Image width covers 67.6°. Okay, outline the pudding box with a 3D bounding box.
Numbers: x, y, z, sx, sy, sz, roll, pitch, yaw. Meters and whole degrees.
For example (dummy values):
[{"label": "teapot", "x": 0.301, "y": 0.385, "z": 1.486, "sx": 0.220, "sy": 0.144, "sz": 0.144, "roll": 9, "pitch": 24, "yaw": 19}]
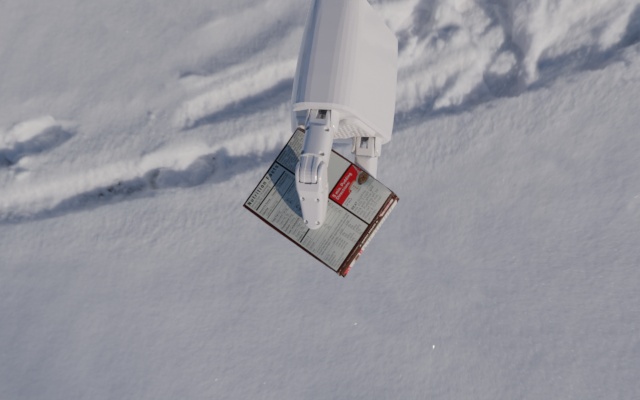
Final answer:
[{"label": "pudding box", "x": 0.000, "y": 0.001, "z": 0.433, "sx": 0.113, "sy": 0.090, "sz": 0.039, "roll": 35, "pitch": -1, "yaw": 18}]
